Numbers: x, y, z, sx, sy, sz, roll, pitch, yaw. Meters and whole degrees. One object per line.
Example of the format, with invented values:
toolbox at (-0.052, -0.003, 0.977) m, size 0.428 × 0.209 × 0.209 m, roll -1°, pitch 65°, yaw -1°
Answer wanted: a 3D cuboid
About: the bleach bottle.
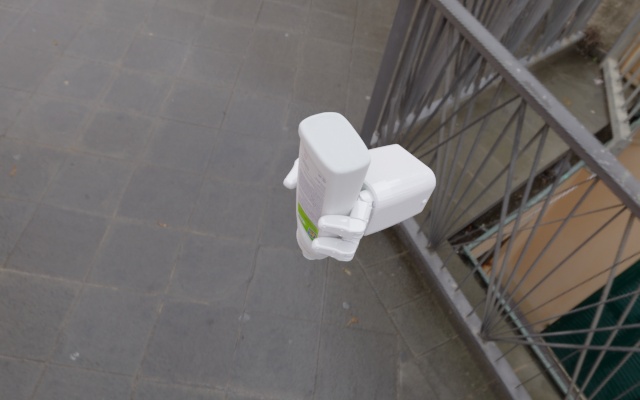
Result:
bleach bottle at (0.000, 0.002, 0.674) m, size 0.068 × 0.102 × 0.251 m, roll -19°, pitch -31°, yaw -23°
